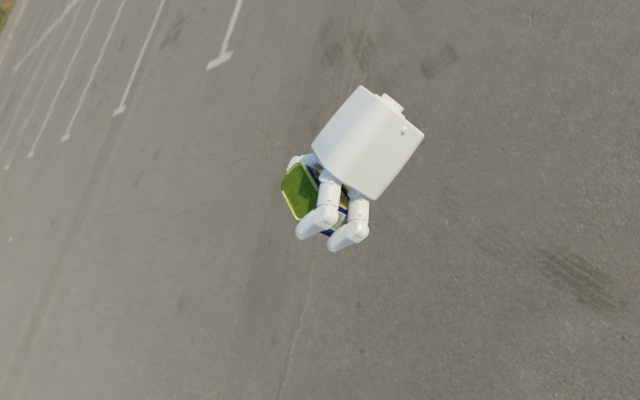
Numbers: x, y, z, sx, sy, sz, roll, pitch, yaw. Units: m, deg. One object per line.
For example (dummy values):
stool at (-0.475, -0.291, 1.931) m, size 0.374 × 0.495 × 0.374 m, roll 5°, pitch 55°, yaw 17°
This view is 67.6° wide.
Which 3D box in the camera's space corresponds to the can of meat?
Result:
can of meat at (0.000, 0.002, 0.648) m, size 0.084 × 0.057 × 0.102 m, roll 28°, pitch 21°, yaw -39°
